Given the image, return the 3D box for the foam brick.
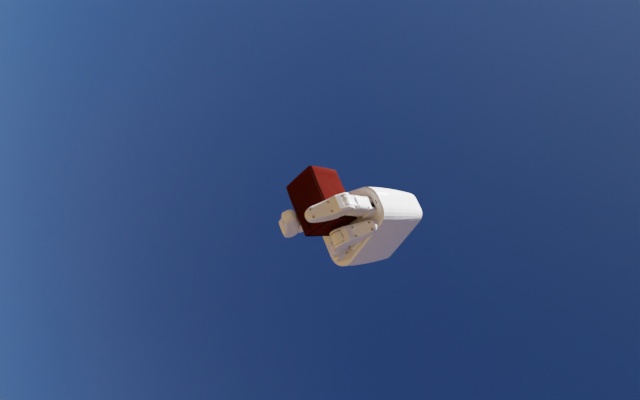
[{"bbox_3d":[0.000,0.002,0.624,0.051,0.078,0.053,2,-31,-48],"label":"foam brick"}]
